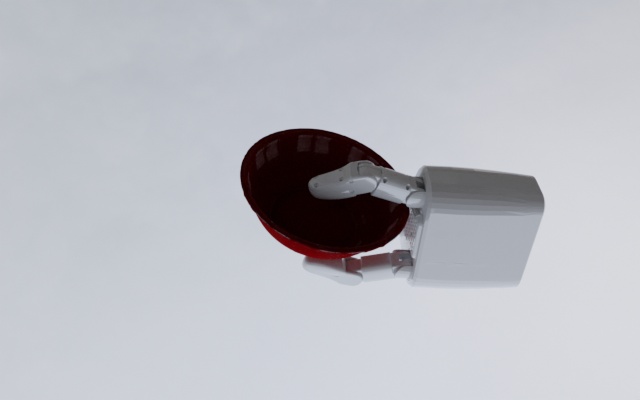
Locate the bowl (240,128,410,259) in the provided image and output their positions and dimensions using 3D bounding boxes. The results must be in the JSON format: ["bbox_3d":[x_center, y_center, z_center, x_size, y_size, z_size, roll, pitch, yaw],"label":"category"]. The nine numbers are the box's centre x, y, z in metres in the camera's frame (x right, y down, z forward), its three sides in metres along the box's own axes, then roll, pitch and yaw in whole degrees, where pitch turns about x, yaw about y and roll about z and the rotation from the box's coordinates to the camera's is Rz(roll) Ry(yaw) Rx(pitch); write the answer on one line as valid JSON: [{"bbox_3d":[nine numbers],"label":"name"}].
[{"bbox_3d":[-0.001,0.001,0.459,0.162,0.162,0.055,0,-43,-20],"label":"bowl"}]
